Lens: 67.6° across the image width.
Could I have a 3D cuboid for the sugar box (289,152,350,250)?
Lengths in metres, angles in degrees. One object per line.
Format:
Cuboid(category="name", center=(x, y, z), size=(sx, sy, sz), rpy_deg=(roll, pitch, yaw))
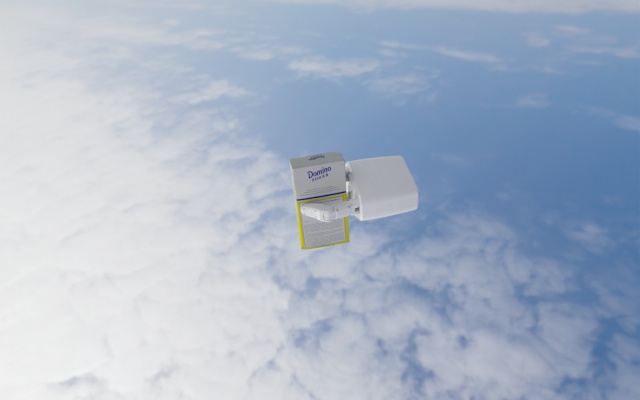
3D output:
Cuboid(category="sugar box", center=(0.000, 0.003, 0.858), size=(0.093, 0.176, 0.048), rpy_deg=(-9, 31, -7))
